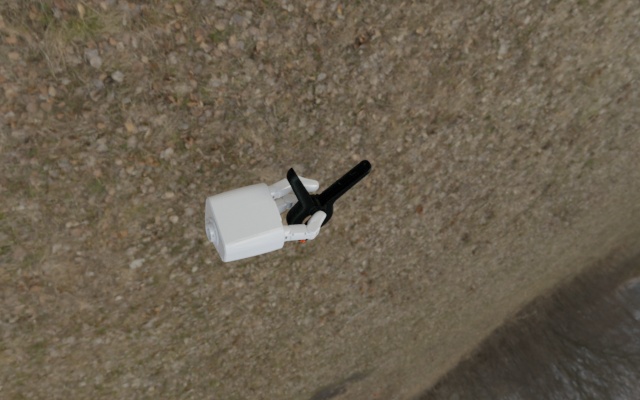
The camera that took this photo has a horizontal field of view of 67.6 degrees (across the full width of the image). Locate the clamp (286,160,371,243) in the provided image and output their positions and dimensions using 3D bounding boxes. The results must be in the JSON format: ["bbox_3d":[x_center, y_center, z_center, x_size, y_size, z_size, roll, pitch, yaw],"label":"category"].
[{"bbox_3d":[0.000,0.004,0.877,0.164,0.036,0.210,-12,-35,-24],"label":"clamp"}]
